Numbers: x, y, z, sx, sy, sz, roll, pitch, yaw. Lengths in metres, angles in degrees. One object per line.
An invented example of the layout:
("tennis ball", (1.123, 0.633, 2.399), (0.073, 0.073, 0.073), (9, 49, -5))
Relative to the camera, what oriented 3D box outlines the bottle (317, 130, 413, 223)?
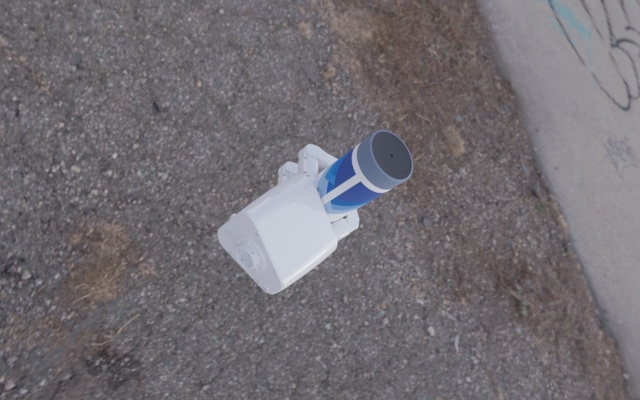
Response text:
("bottle", (0.000, 0.002, 0.659), (0.069, 0.069, 0.296), (0, -22, -37))
